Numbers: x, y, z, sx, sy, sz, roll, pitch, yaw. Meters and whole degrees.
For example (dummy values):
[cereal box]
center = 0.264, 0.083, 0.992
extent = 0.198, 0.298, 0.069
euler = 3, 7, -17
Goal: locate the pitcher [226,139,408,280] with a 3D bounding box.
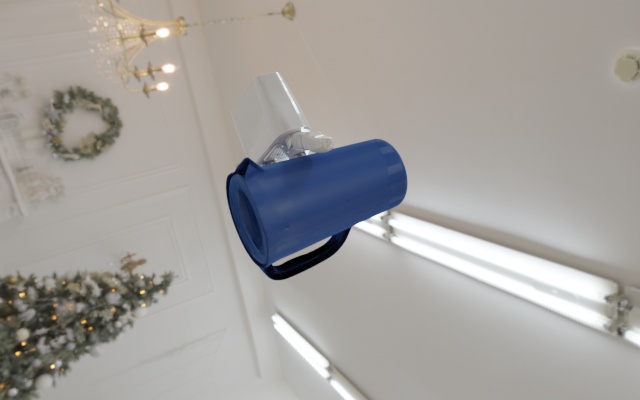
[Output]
[pitcher]
center = 0.000, 0.002, 0.680
extent = 0.243, 0.145, 0.149
euler = -19, -18, -24
